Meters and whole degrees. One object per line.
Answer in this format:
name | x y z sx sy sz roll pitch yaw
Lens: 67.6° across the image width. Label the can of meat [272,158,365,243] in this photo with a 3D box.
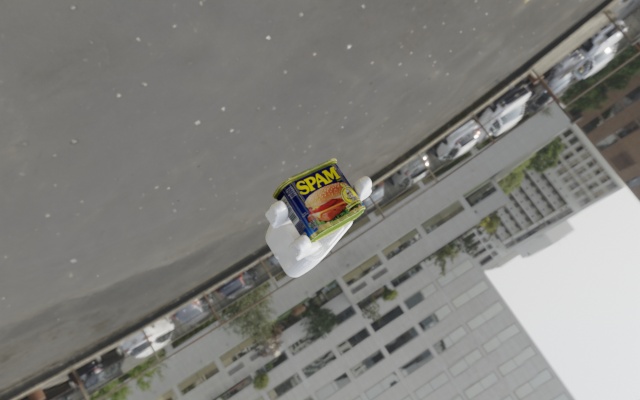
can of meat | 0.000 0.002 0.651 0.102 0.084 0.057 -26 -13 -32
